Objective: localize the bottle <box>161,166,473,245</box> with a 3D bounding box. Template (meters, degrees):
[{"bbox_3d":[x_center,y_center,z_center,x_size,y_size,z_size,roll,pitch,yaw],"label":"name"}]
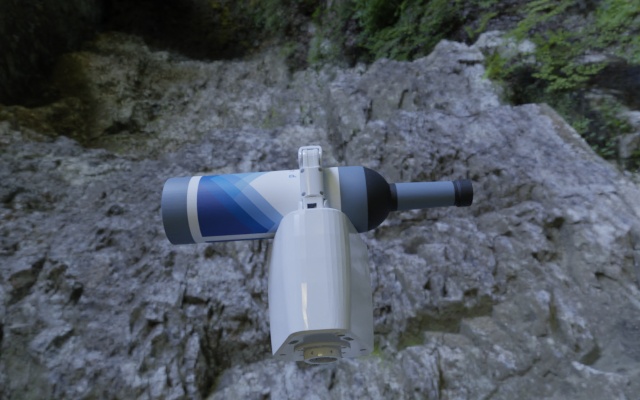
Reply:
[{"bbox_3d":[0.000,0.001,0.472,0.296,0.069,0.069,-4,0,0],"label":"bottle"}]
